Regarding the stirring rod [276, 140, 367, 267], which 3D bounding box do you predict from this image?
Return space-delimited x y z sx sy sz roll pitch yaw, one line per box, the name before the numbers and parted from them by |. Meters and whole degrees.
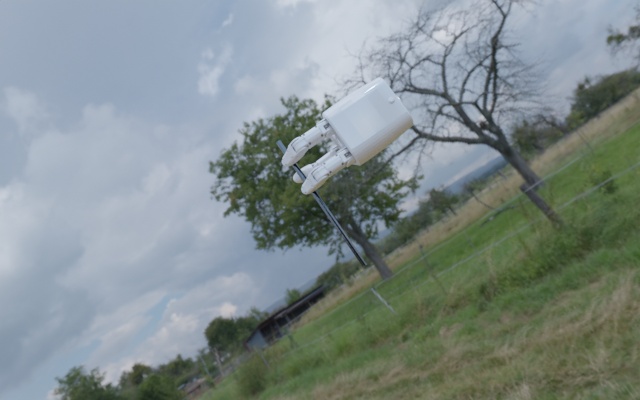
stirring rod | 0.000 0.002 0.748 0.011 0.239 0.011 -34 -10 -7
